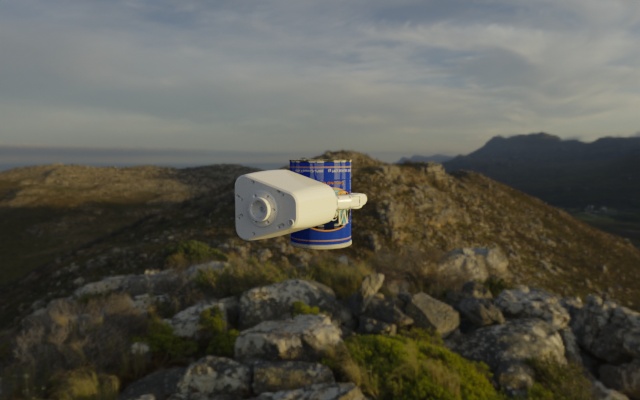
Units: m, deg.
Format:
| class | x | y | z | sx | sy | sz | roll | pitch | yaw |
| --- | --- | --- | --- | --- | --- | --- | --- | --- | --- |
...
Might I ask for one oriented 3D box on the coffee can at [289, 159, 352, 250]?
| class | x | y | z | sx | sy | sz | roll | pitch | yaw |
| --- | --- | --- | --- | --- | --- | --- | --- | --- | --- |
| coffee can | 0.000 | 0.003 | 0.788 | 0.103 | 0.140 | 0.103 | 0 | 5 | 0 |
